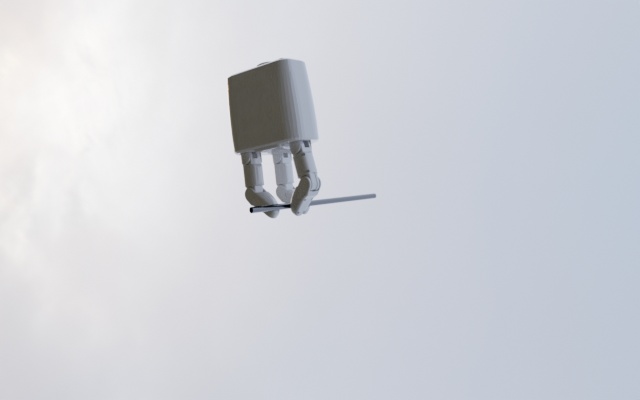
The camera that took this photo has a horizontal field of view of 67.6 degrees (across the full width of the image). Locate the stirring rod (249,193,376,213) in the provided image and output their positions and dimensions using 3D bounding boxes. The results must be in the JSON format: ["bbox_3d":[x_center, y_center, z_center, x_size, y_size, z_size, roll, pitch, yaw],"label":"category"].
[{"bbox_3d":[0.000,0.002,0.668,0.011,0.011,0.239,0,5,45],"label":"stirring rod"}]
